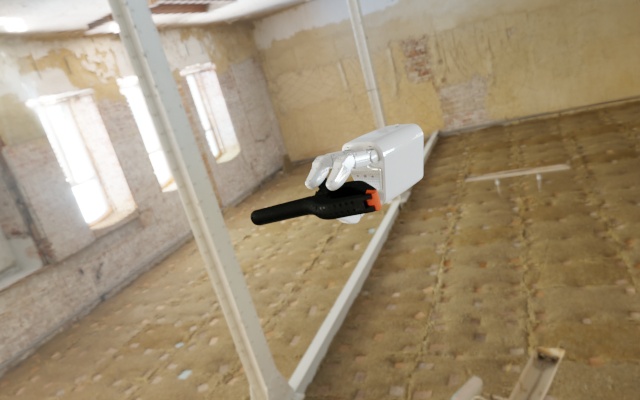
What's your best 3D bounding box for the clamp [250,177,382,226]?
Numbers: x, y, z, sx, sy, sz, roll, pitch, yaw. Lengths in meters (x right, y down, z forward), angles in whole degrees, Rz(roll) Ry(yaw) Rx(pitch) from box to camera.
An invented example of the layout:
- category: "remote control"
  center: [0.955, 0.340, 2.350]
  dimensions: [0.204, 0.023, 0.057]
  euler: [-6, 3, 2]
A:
- category: "clamp"
  center: [0.001, 0.003, 0.726]
  dimensions: [0.164, 0.036, 0.210]
  euler: [-31, 22, -31]
